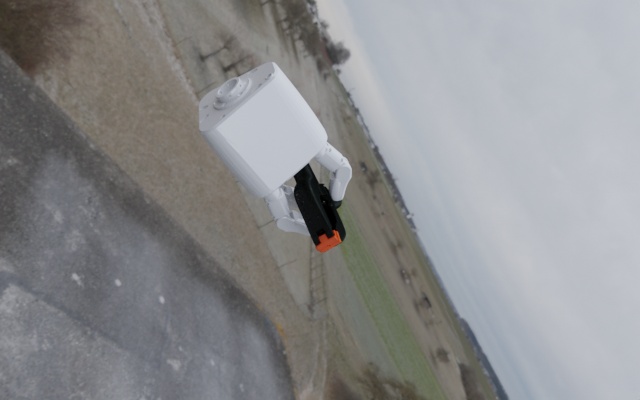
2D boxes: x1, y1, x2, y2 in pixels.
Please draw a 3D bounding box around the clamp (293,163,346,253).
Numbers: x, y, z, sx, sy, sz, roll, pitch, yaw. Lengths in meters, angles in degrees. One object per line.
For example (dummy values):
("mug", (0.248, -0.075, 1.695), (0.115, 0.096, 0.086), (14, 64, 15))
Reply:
("clamp", (0.001, 0.002, 0.634), (0.036, 0.165, 0.209), (-32, 38, 11))
